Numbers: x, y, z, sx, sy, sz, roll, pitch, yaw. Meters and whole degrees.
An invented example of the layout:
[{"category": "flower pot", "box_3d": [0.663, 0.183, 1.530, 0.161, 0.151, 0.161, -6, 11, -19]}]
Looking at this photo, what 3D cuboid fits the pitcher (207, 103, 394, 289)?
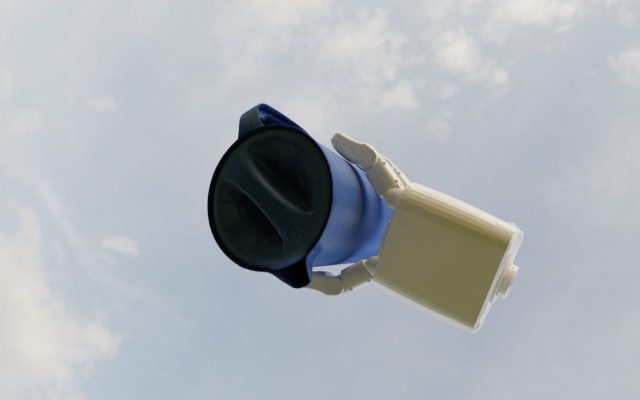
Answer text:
[{"category": "pitcher", "box_3d": [0.000, 0.002, 0.525, 0.145, 0.149, 0.243, 23, 3, 27]}]
